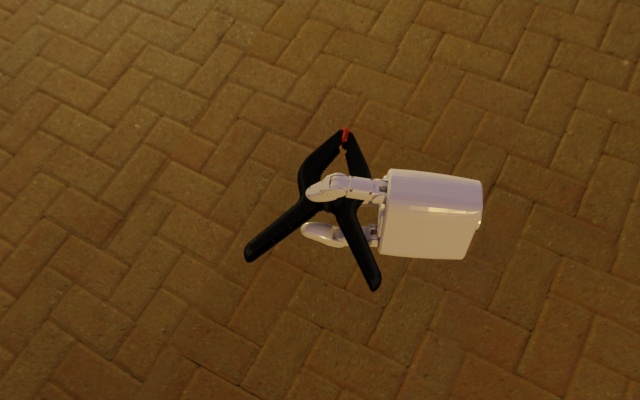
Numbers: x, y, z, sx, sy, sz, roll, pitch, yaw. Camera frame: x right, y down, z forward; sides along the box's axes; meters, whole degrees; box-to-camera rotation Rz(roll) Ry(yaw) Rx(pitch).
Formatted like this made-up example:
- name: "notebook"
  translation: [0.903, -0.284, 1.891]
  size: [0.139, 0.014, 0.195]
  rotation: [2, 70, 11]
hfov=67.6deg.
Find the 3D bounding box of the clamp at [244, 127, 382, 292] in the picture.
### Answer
- name: "clamp"
  translation: [0.000, 0.001, 0.594]
  size: [0.164, 0.210, 0.036]
  rotation: [6, -25, 3]
